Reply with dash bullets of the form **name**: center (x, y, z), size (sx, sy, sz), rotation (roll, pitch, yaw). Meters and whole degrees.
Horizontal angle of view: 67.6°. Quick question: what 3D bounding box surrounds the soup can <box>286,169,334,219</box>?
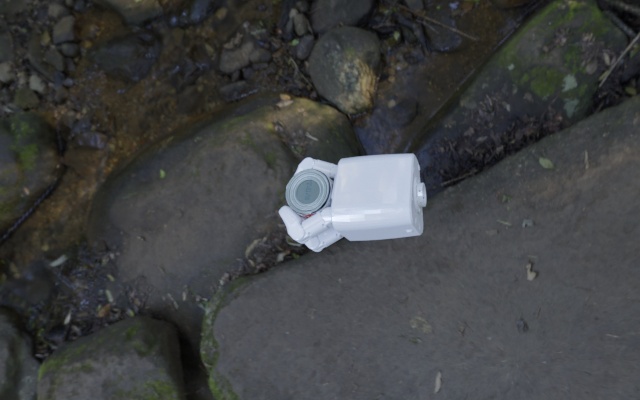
- **soup can**: center (0.000, 0.002, 0.694), size (0.068, 0.068, 0.102), rotation (0, -17, 22)
